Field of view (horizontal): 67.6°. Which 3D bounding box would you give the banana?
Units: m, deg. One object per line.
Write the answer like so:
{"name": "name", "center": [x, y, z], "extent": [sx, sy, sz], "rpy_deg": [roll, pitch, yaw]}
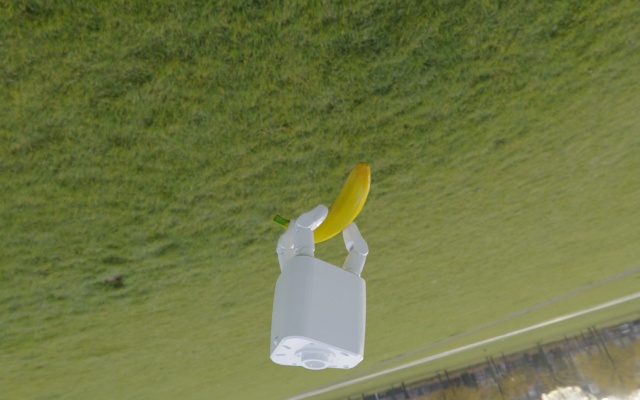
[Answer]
{"name": "banana", "center": [0.010, 0.017, 0.679], "extent": [0.198, 0.069, 0.037], "rpy_deg": [-32, 17, 38]}
